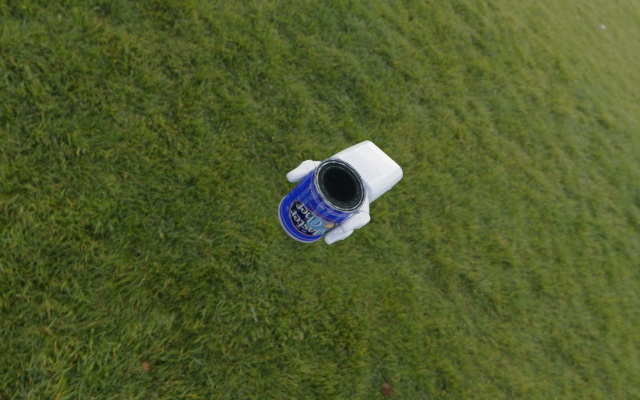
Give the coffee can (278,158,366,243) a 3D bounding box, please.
[{"bbox_3d":[0.000,0.003,0.848,0.103,0.102,0.140,0,-25,-33],"label":"coffee can"}]
